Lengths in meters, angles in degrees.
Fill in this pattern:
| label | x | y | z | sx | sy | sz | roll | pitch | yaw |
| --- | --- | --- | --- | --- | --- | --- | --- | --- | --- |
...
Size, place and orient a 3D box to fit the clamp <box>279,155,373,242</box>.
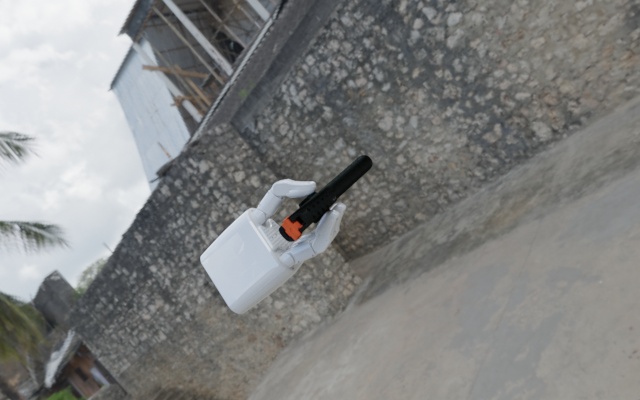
| label | x | y | z | sx | sy | sz | roll | pitch | yaw |
| --- | --- | --- | --- | --- | --- | --- | --- | --- | --- |
| clamp | -0.001 | 0.002 | 0.665 | 0.164 | 0.036 | 0.210 | -42 | 0 | 16 |
